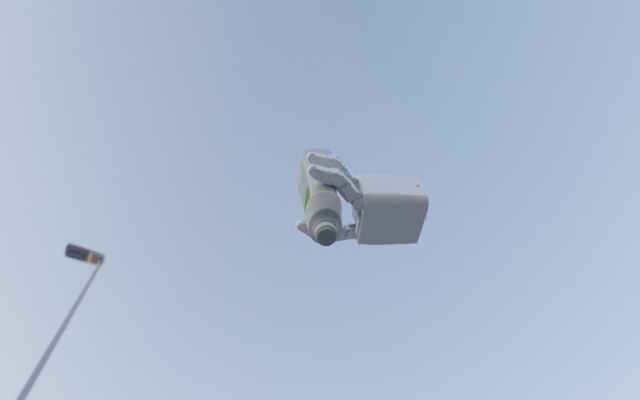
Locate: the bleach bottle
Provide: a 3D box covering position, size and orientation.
[{"bbox_3d":[0.000,0.002,0.777,0.068,0.103,0.250,0,27,-4],"label":"bleach bottle"}]
